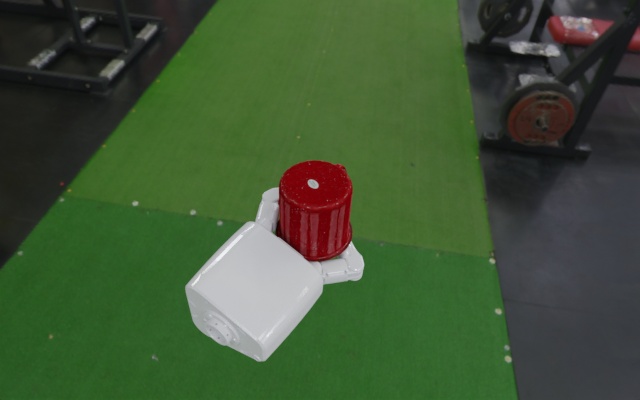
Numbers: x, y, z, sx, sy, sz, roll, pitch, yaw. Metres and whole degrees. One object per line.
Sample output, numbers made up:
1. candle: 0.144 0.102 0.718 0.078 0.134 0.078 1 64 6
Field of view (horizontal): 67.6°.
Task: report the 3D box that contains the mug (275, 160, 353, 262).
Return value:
1. mug: 0.001 0.001 0.554 0.093 0.082 0.117 25 50 21
